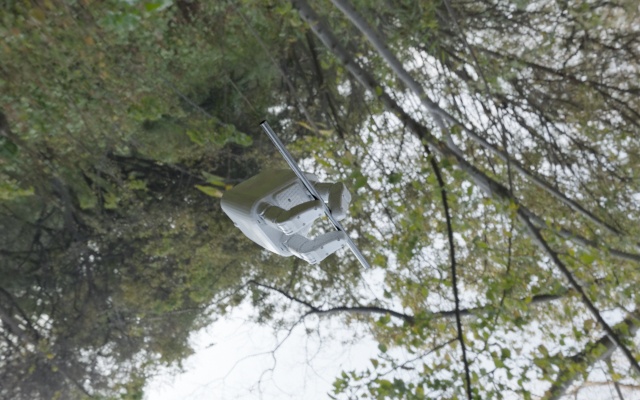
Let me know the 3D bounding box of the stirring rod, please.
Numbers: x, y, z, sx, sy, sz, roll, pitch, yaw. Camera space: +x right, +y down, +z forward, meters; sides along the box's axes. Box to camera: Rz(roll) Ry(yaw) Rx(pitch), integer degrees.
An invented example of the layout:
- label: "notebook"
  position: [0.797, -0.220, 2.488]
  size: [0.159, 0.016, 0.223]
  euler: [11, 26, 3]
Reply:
- label: "stirring rod"
  position: [0.000, 0.002, 0.565]
  size: [0.011, 0.011, 0.240]
  euler: [0, -44, 45]
